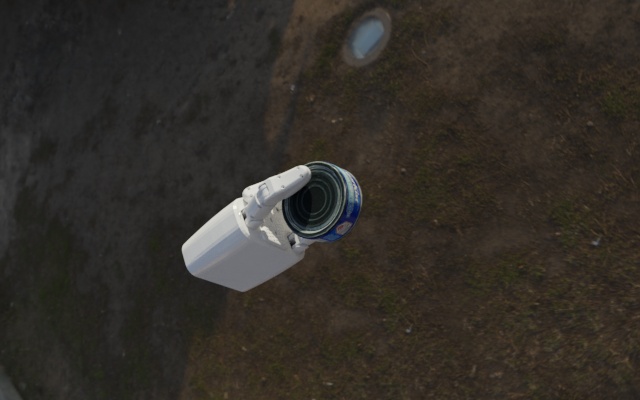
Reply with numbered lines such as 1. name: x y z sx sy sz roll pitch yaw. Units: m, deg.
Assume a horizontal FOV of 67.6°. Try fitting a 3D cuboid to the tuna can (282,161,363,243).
1. tuna can: 0.000 0.002 0.516 0.086 0.086 0.034 0 -12 34
